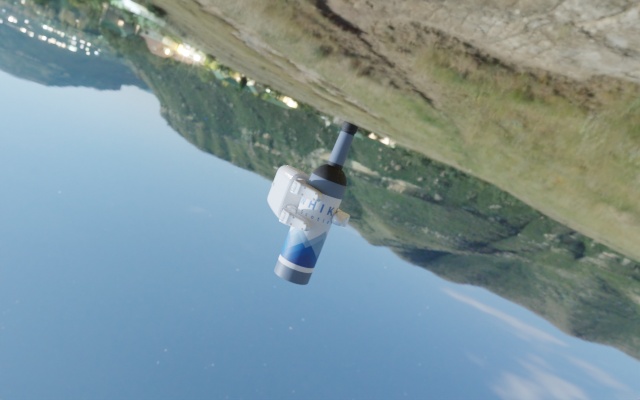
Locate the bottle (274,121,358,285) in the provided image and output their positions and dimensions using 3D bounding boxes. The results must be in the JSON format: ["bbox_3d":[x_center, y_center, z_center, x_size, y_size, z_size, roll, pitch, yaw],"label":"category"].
[{"bbox_3d":[0.000,0.003,0.849,0.069,0.296,0.069,21,7,-3],"label":"bottle"}]
